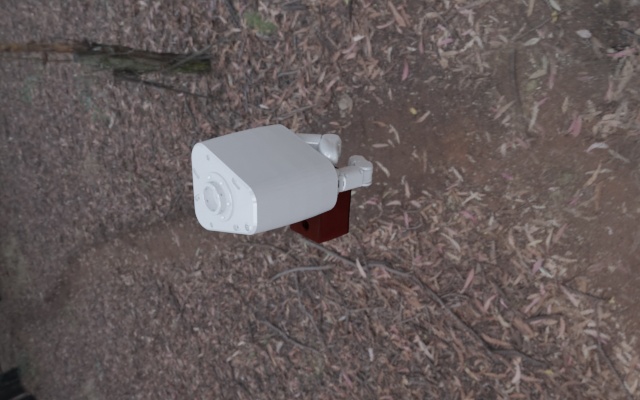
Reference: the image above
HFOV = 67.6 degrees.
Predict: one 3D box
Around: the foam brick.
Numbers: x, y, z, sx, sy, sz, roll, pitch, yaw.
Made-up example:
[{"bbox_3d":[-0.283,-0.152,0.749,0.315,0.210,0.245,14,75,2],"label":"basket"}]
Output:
[{"bbox_3d":[0.000,0.002,0.555,0.053,0.078,0.051,23,30,40],"label":"foam brick"}]
